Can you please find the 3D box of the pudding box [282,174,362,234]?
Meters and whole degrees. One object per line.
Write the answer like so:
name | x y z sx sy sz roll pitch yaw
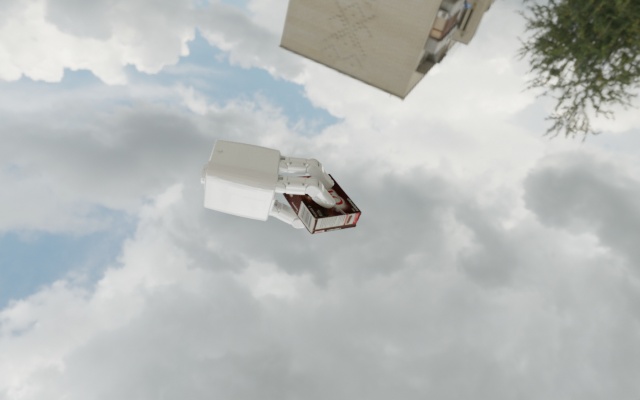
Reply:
pudding box | 0.000 0.003 0.793 0.090 0.039 0.113 -8 44 -31
